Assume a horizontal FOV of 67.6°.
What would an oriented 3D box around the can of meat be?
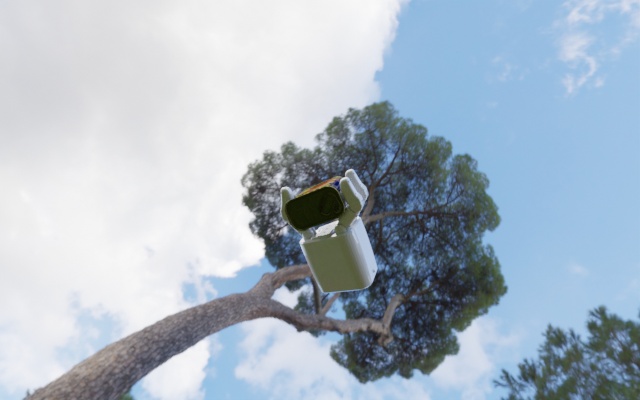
[{"bbox_3d":[0.000,0.003,0.829,0.102,0.057,0.084,-21,9,21],"label":"can of meat"}]
